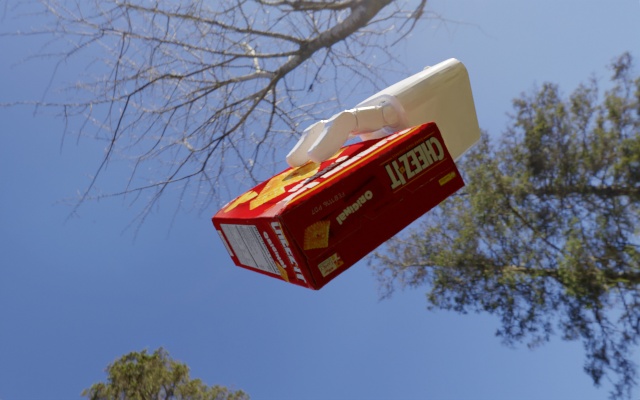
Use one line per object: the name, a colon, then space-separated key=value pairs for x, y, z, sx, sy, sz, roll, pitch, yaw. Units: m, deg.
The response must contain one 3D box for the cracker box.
cracker box: x=0.000 y=0.002 z=0.460 sx=0.164 sy=0.072 sz=0.214 roll=-32 pitch=11 yaw=-23
